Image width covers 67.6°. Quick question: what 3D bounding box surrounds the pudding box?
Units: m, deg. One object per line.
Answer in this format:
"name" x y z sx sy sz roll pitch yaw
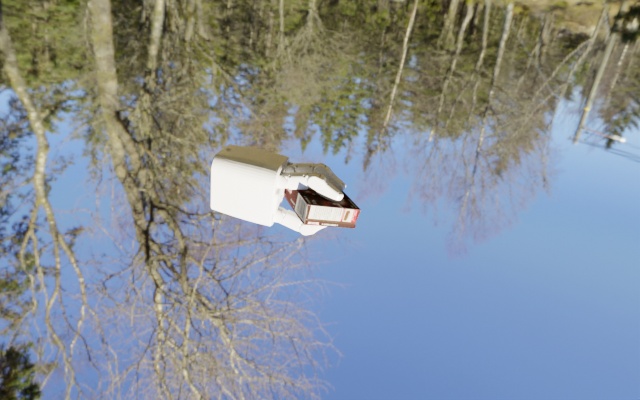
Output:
"pudding box" 0.000 0.003 0.764 0.090 0.039 0.113 5 24 -23
